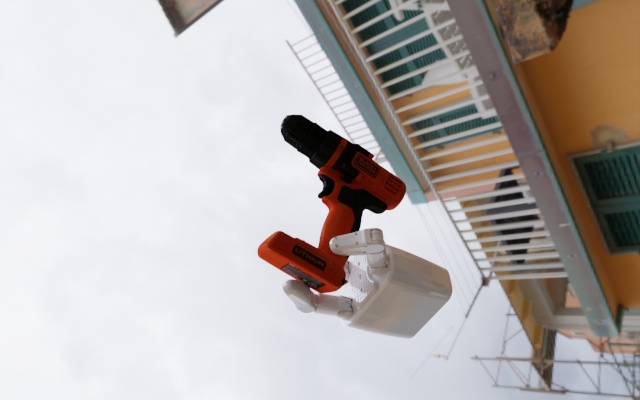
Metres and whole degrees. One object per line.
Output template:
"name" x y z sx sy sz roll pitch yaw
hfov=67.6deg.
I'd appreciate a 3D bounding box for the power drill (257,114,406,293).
"power drill" 0.000 0.002 0.582 0.184 0.187 0.057 32 -25 -7
